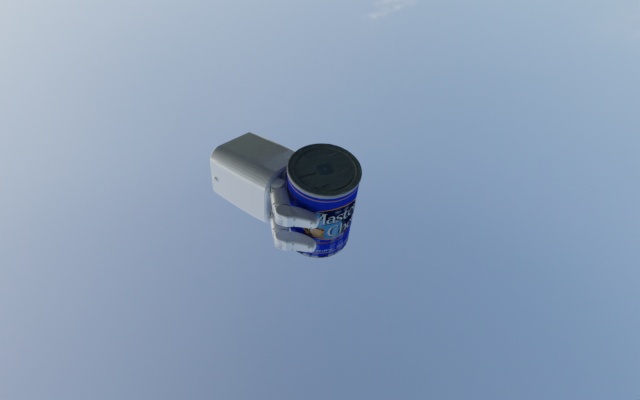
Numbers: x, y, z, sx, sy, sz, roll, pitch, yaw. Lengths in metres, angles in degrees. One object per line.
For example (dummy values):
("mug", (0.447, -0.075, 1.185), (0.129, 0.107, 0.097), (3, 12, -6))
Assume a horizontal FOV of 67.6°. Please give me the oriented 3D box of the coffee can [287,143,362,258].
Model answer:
("coffee can", (0.000, 0.002, 0.699), (0.103, 0.102, 0.140), (0, -42, -6))
